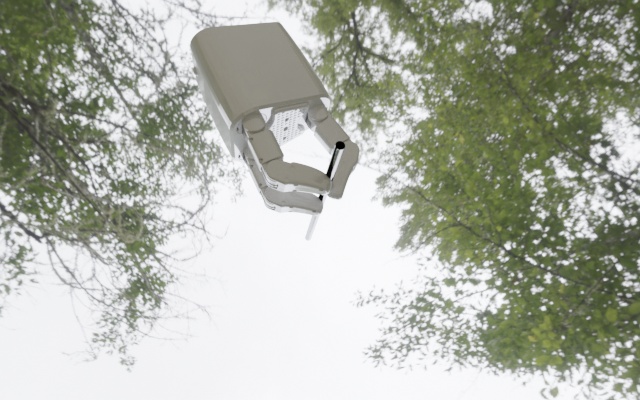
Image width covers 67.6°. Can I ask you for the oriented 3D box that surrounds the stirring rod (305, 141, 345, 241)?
[{"bbox_3d":[0.000,0.001,0.487,0.011,0.011,0.240,0,-22,-8],"label":"stirring rod"}]
